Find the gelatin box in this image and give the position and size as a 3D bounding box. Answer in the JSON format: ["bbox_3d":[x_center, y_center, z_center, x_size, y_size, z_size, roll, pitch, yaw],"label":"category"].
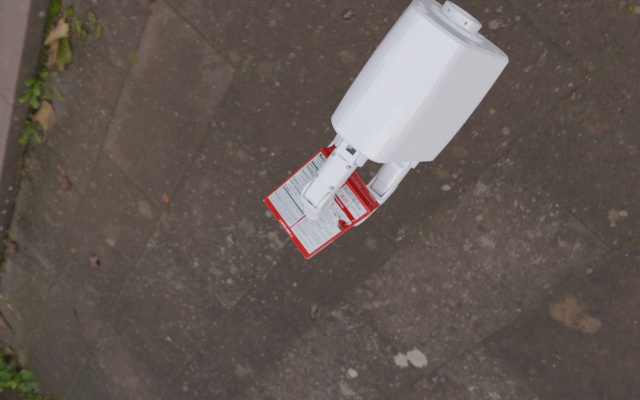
[{"bbox_3d":[0.000,0.002,0.454,0.089,0.073,0.030,-39,-3,28],"label":"gelatin box"}]
